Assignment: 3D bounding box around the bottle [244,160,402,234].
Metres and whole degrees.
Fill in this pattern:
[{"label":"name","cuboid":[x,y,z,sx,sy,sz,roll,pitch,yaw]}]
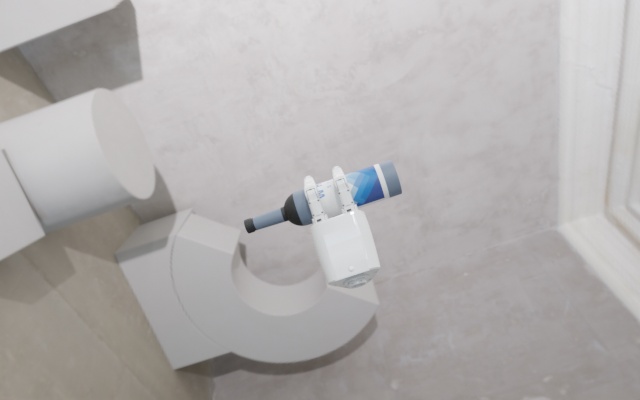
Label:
[{"label":"bottle","cuboid":[0.000,0.003,0.888,0.296,0.069,0.069,-19,-1,4]}]
